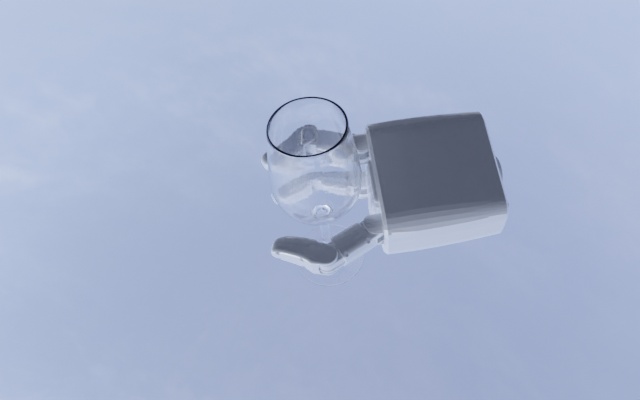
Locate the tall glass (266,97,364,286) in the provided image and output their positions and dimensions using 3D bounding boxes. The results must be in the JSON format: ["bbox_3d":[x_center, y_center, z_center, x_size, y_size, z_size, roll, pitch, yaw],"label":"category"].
[{"bbox_3d":[0.000,0.002,0.432,0.079,0.079,0.201,0,-35,7],"label":"tall glass"}]
